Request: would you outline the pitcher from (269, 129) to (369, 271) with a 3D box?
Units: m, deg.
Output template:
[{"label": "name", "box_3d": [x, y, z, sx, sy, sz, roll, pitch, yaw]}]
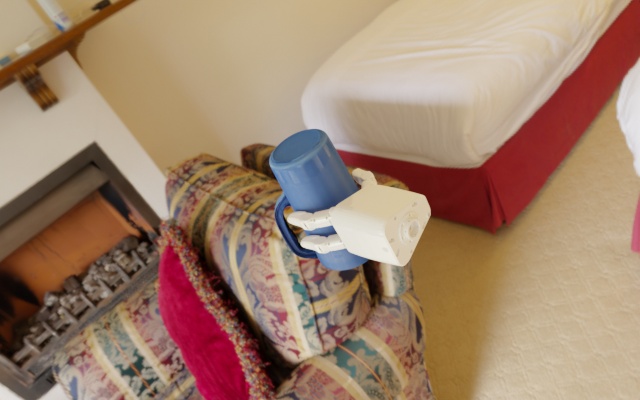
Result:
[{"label": "pitcher", "box_3d": [0.000, 0.003, 0.846, 0.149, 0.243, 0.145, -45, 36, -23]}]
